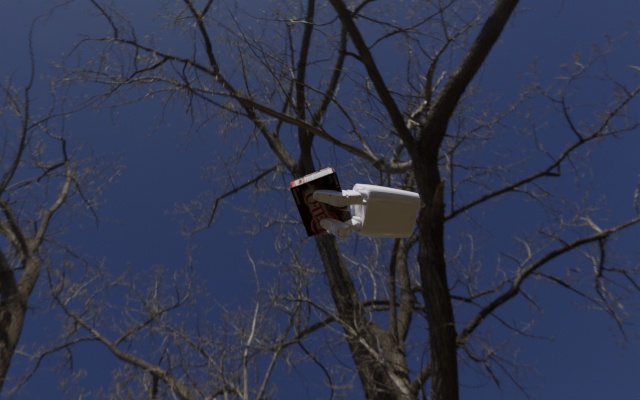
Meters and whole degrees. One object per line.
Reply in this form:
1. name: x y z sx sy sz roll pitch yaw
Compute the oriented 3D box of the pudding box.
1. pudding box: 0.000 0.003 0.900 0.090 0.113 0.039 -20 24 -1
